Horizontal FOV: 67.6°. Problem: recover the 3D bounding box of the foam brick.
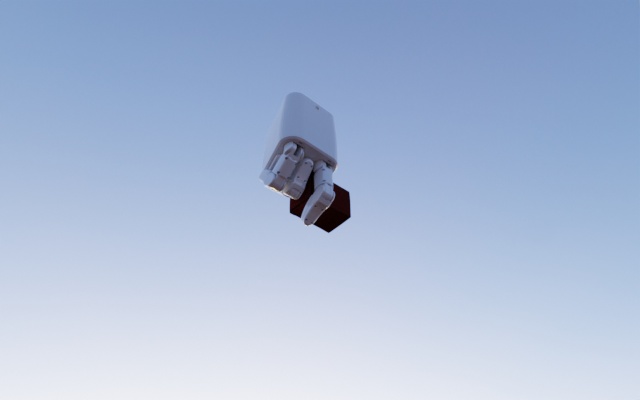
[{"bbox_3d":[0.000,0.003,0.706,0.078,0.051,0.053,30,-49,-31],"label":"foam brick"}]
